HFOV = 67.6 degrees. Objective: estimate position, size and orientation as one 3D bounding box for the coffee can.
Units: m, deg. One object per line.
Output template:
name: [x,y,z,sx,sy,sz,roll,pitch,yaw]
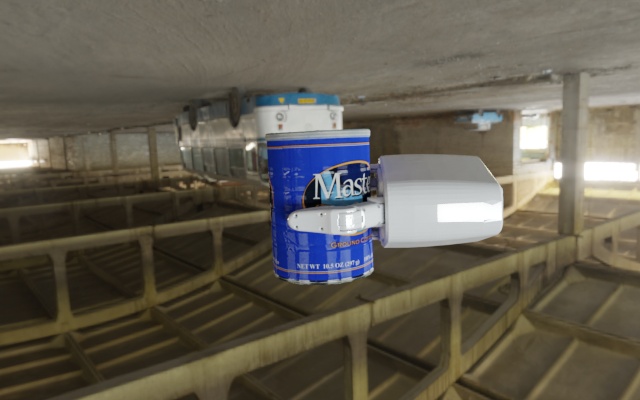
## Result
coffee can: [0.000,0.001,0.477,0.103,0.140,0.103,-2,7,0]
